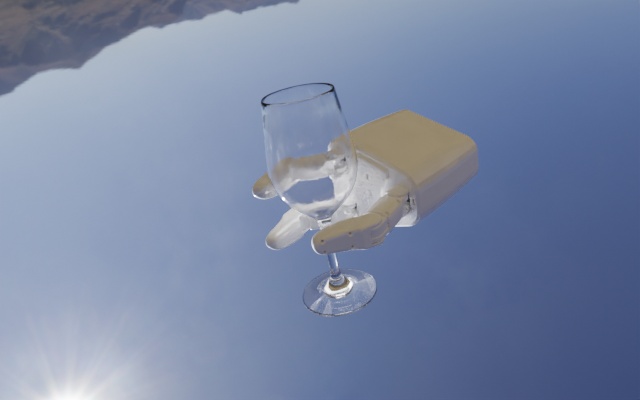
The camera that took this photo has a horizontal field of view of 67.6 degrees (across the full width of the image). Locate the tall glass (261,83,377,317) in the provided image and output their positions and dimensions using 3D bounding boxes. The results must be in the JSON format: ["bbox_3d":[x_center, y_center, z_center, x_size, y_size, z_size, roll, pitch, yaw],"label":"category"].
[{"bbox_3d":[0.000,0.002,0.428,0.079,0.201,0.079,-10,25,5],"label":"tall glass"}]
